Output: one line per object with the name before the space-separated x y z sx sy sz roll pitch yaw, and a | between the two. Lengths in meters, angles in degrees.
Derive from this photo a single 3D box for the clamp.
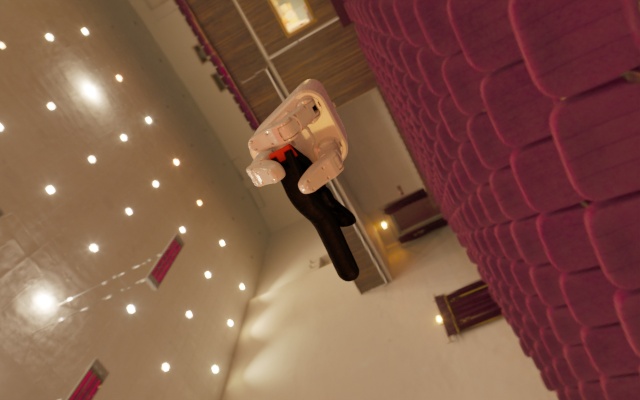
clamp | -0.001 0.002 0.569 0.039 0.171 0.120 -26 21 12
